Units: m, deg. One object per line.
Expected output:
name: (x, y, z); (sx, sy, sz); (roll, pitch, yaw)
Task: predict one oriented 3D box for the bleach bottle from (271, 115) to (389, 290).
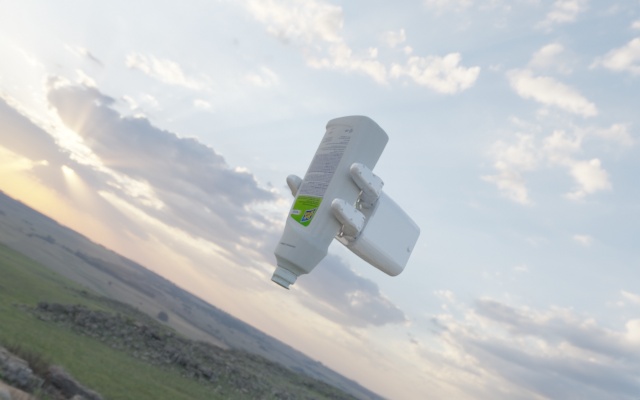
bleach bottle: (0.000, 0.002, 0.655); (0.068, 0.250, 0.102); (38, -19, -29)
